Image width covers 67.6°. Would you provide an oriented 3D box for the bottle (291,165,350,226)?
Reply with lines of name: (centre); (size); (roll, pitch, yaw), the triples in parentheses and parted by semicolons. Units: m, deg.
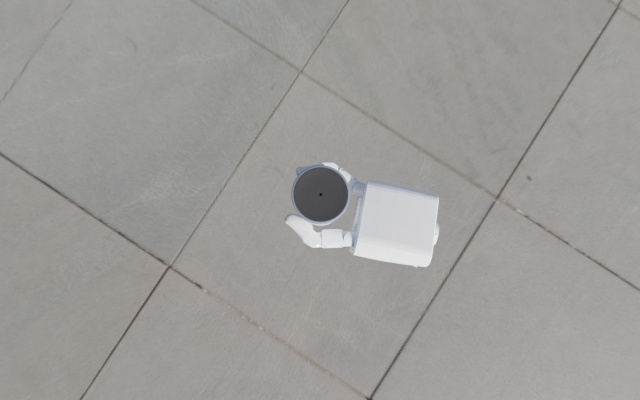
bottle: (0.000, 0.002, 0.682); (0.069, 0.069, 0.296); (0, -4, 0)
